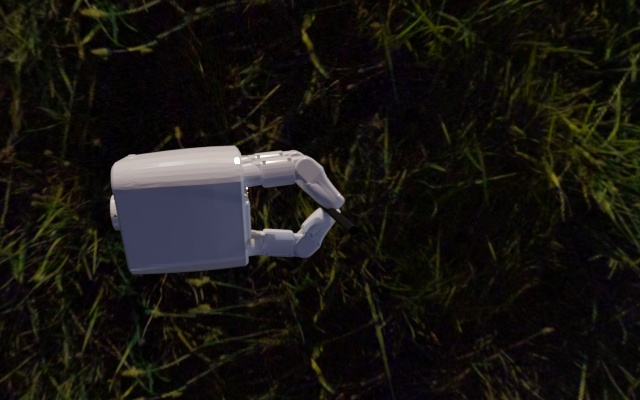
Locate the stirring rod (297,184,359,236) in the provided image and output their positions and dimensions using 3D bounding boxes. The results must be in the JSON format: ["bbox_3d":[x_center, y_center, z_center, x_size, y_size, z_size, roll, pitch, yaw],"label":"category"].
[{"bbox_3d":[0.000,0.002,0.483,0.011,0.011,0.239,0,10,-13],"label":"stirring rod"}]
